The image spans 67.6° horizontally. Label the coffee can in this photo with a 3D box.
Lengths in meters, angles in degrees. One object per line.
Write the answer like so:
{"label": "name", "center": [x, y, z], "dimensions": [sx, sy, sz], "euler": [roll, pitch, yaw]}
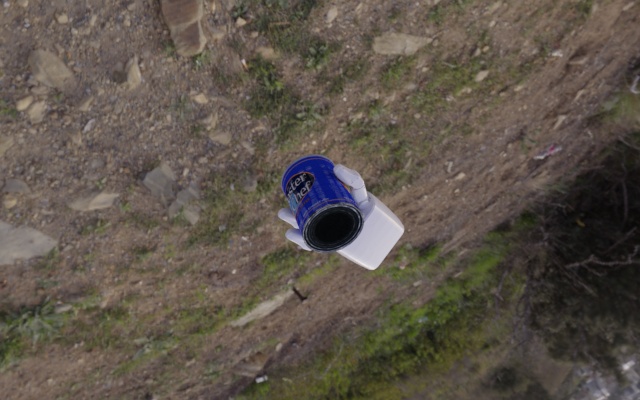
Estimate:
{"label": "coffee can", "center": [0.000, 0.002, 0.796], "dimensions": [0.103, 0.103, 0.140], "euler": [0, 37, -22]}
